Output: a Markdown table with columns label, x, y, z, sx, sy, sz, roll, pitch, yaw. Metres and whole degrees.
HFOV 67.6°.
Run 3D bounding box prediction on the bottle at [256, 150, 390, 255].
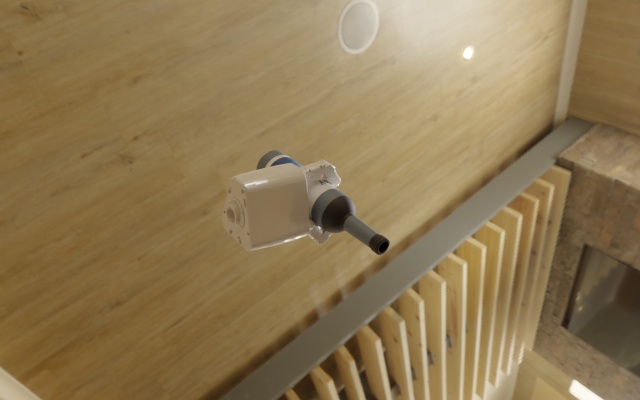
| label | x | y | z | sx | sy | sz | roll | pitch | yaw |
| --- | --- | --- | --- | --- | --- | --- | --- | --- | --- |
| bottle | 0.000 | 0.002 | 0.783 | 0.069 | 0.069 | 0.295 | 0 | 26 | -43 |
